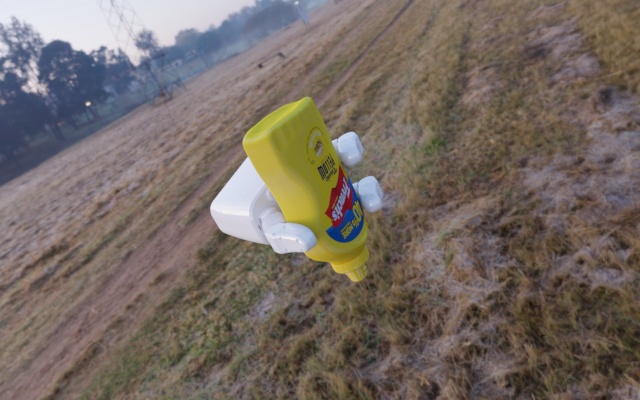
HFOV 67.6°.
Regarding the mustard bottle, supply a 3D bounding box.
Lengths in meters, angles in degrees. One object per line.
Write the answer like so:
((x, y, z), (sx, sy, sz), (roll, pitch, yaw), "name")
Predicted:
((0.000, 0.001, 0.474), (0.058, 0.192, 0.096), (-14, 24, 31), "mustard bottle")
